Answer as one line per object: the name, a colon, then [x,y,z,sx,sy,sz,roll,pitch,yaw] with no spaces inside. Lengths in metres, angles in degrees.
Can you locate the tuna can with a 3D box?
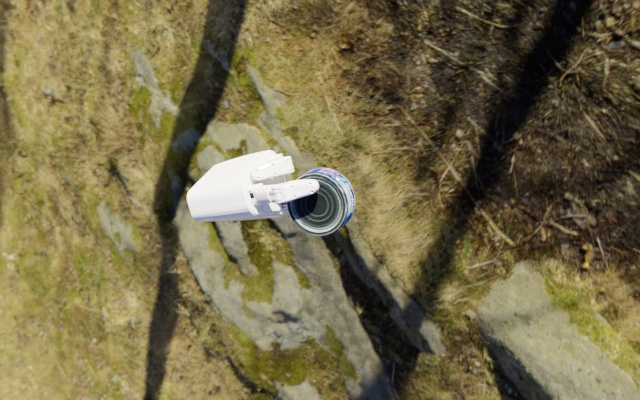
tuna can: [0.000,0.002,0.621,0.086,0.086,0.033,0,13,22]
